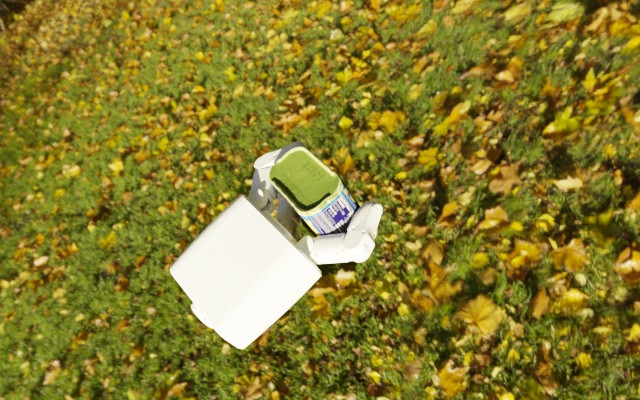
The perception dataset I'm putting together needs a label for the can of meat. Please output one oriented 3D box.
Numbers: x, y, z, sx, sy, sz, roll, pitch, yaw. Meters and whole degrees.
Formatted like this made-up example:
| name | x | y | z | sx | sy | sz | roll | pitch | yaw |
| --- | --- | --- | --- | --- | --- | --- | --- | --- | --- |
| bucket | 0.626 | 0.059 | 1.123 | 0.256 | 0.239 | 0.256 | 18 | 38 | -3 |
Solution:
| name | x | y | z | sx | sy | sz | roll | pitch | yaw |
| --- | --- | --- | --- | --- | --- | --- | --- | --- | --- |
| can of meat | 0.000 | 0.001 | 0.489 | 0.102 | 0.057 | 0.084 | 44 | -6 | 47 |
